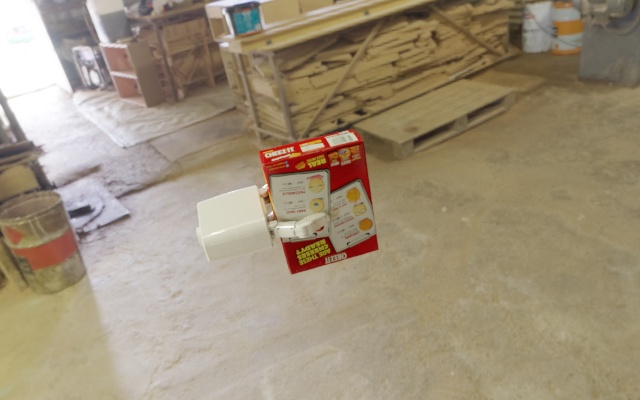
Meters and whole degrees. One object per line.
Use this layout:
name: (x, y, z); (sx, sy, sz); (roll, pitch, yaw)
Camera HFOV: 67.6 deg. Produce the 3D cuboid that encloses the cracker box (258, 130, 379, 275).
cracker box: (0.000, 0.003, 0.806); (0.164, 0.214, 0.072); (-15, 29, -6)
